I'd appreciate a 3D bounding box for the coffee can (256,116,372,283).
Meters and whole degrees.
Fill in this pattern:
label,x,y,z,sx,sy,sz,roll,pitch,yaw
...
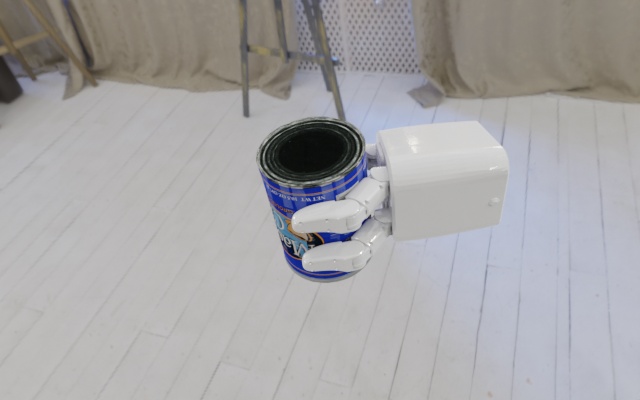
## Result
label,x,y,z,sx,sy,sz,roll,pitch,yaw
coffee can,0.000,0.002,0.488,0.103,0.140,0.102,-6,44,6
